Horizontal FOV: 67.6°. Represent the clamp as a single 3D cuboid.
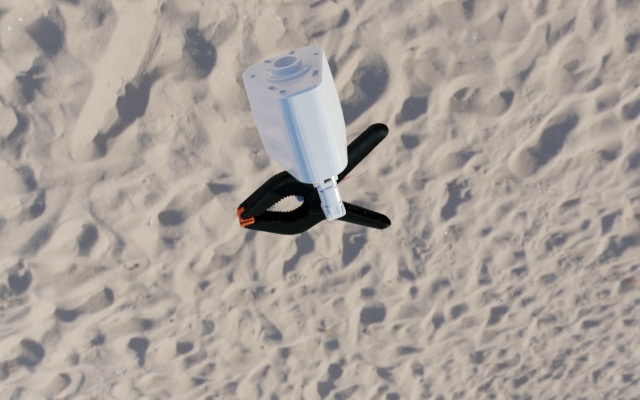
[{"bbox_3d":[0.000,0.002,0.617,0.210,0.165,0.036,-20,39,-4],"label":"clamp"}]
